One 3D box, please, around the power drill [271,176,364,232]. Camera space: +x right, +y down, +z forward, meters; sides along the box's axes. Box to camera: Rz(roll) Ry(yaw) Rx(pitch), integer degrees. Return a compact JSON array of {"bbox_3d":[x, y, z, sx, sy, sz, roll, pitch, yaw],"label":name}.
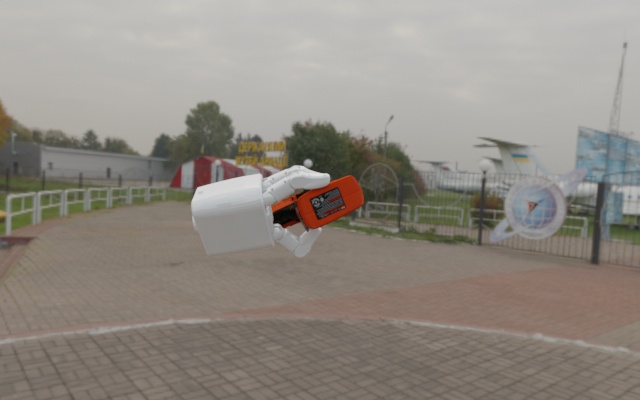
[{"bbox_3d":[0.000,0.003,0.806,0.184,0.057,0.187,-26,4,-20],"label":"power drill"}]
